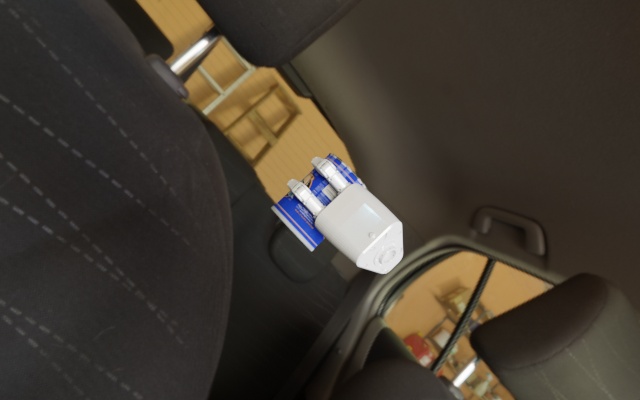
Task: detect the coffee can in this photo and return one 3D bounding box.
[{"bbox_3d":[0.000,0.003,0.822,0.140,0.103,0.103,-43,4,-4],"label":"coffee can"}]
